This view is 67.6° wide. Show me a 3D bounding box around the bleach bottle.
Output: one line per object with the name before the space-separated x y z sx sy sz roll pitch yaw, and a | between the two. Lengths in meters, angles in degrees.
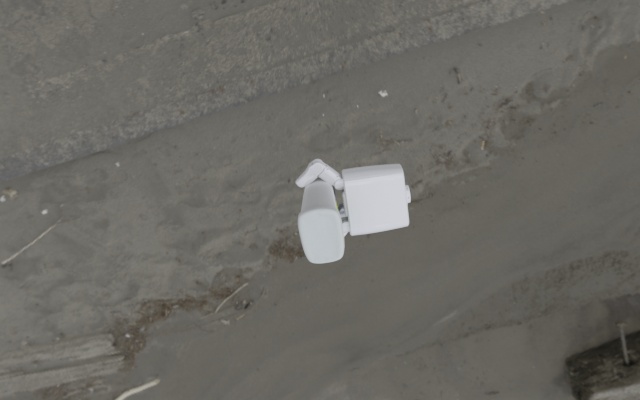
bleach bottle | 0.000 0.003 0.845 0.068 0.103 0.250 -8 27 3
